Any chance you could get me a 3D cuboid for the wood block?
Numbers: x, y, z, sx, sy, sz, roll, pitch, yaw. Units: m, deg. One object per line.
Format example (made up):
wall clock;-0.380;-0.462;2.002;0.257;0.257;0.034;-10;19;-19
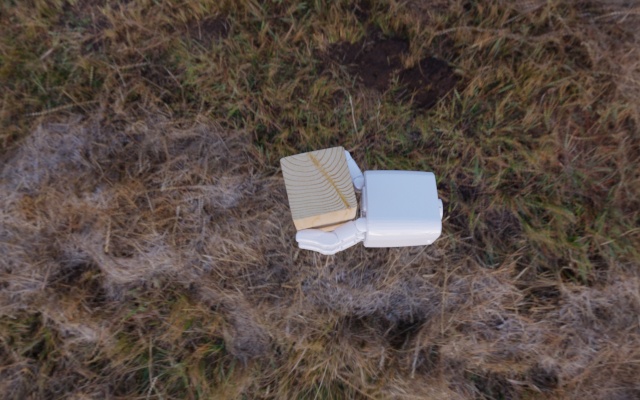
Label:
wood block;0.000;0.002;0.732;0.090;0.090;0.206;-12;-15;-1
